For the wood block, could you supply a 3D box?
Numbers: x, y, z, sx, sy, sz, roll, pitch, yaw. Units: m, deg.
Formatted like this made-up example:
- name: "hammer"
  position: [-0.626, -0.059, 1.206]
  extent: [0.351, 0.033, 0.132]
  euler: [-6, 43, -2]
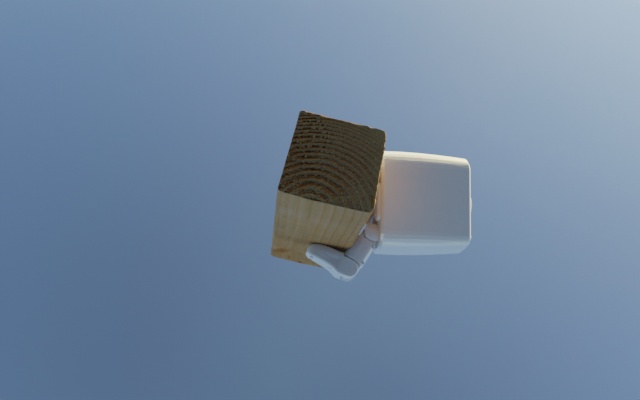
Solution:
- name: "wood block"
  position: [0.000, 0.002, 0.534]
  extent: [0.090, 0.090, 0.206]
  euler: [14, -24, -2]
